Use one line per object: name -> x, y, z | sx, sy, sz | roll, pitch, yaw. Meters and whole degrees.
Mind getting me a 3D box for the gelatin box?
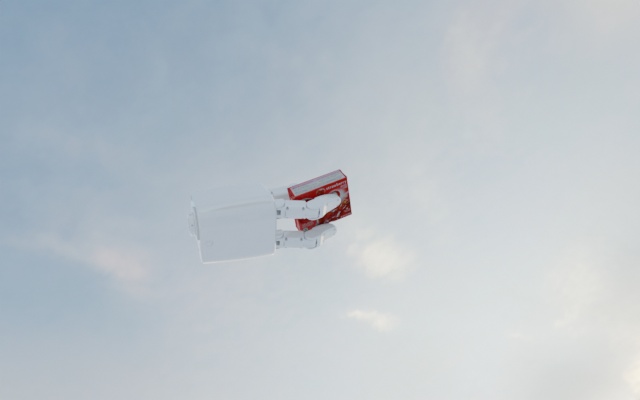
gelatin box -> 0.000, 0.002, 0.720 | 0.089, 0.073, 0.030 | -21, 39, -13
